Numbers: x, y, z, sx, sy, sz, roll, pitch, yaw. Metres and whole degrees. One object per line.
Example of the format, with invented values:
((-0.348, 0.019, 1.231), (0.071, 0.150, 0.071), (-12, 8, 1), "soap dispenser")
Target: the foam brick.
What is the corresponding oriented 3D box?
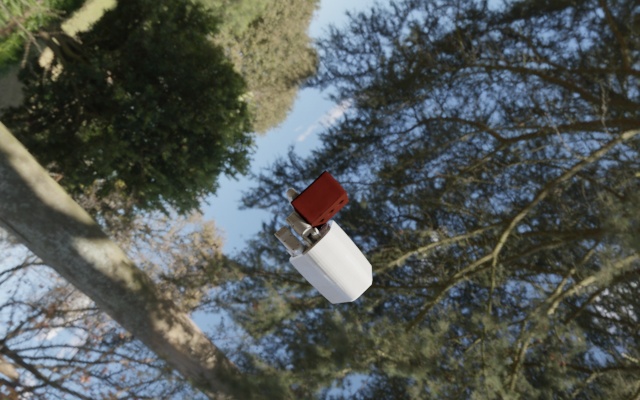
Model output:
((0.000, 0.002, 0.763), (0.051, 0.078, 0.053), (44, -8, 19), "foam brick")
